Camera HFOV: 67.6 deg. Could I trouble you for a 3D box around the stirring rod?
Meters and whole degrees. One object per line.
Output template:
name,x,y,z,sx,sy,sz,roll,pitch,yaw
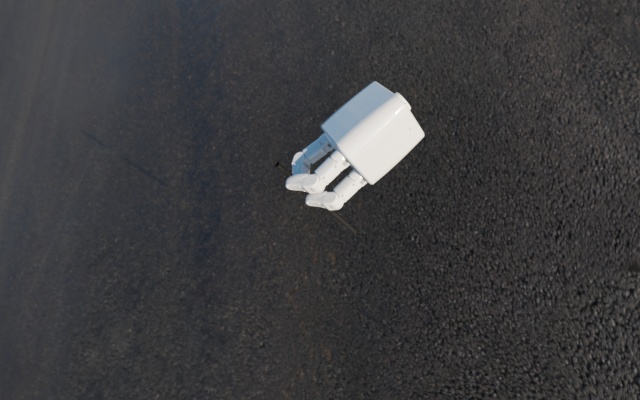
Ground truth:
stirring rod,0.000,0.002,0.749,0.011,0.011,0.240,0,-26,34
